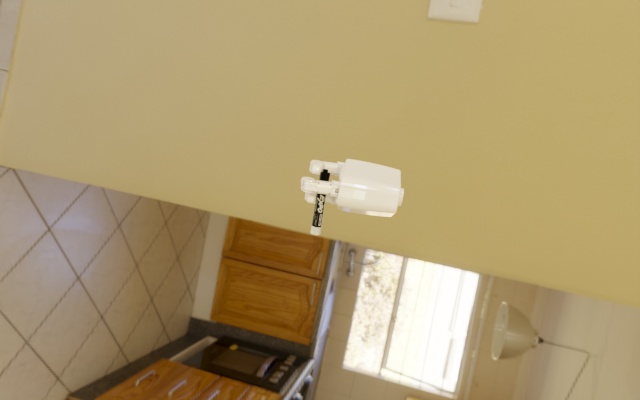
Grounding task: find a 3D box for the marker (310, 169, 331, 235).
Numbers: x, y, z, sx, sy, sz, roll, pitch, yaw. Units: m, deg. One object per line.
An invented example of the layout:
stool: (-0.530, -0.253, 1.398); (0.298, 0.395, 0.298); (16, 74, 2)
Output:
marker: (0.000, 0.003, 0.861); (0.020, 0.121, 0.020); (9, 12, -2)
